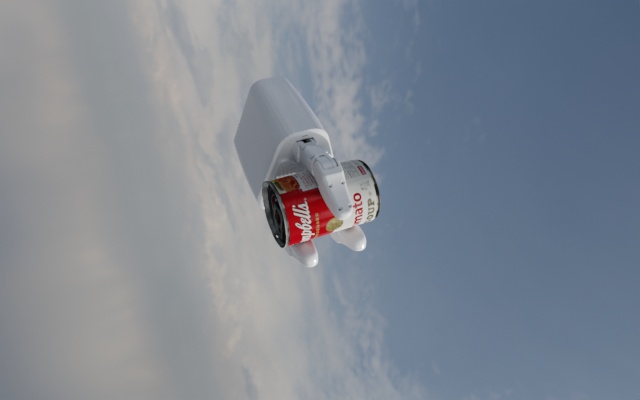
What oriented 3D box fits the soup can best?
[{"bbox_3d":[0.001,0.002,0.482,0.102,0.068,0.068,-15,5,-20],"label":"soup can"}]
